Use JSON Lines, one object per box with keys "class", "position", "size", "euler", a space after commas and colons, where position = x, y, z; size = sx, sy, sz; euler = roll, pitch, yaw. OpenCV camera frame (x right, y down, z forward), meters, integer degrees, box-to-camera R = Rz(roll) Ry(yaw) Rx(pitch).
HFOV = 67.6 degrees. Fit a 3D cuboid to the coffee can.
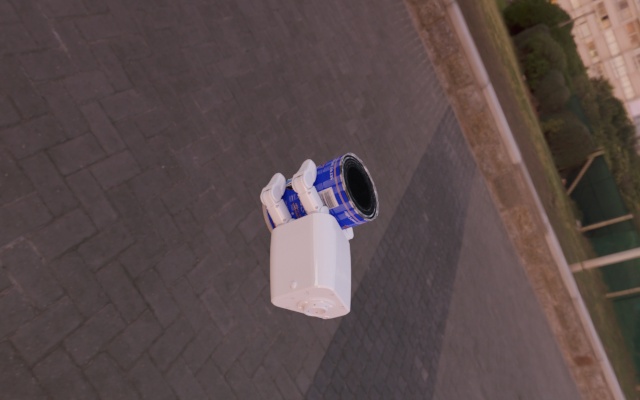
{"class": "coffee can", "position": [0.000, 0.002, 0.706], "size": [0.140, 0.103, 0.103], "euler": [-22, -11, 28]}
